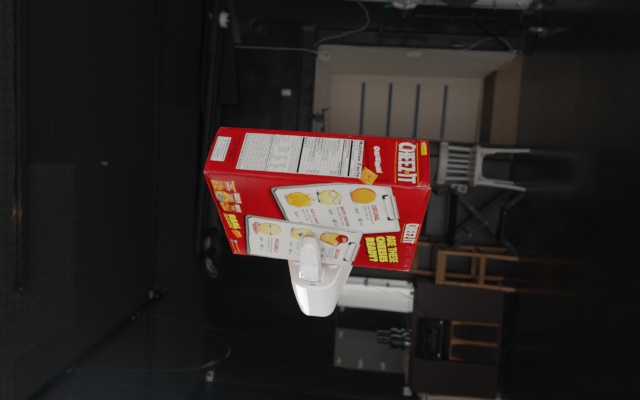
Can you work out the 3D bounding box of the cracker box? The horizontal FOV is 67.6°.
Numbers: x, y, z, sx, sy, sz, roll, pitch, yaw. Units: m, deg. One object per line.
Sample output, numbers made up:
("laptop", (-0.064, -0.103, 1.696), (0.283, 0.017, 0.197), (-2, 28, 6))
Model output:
("cracker box", (0.000, 0.002, 0.520), (0.213, 0.072, 0.164), (4, -35, 5))
